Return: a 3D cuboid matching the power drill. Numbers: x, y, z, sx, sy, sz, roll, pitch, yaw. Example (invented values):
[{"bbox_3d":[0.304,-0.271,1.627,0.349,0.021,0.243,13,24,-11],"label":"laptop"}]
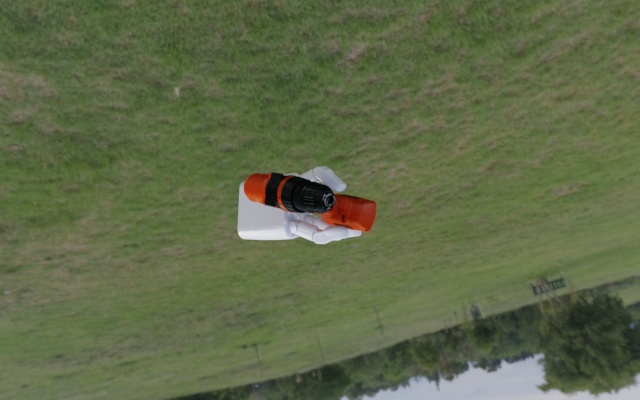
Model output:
[{"bbox_3d":[0.000,0.003,0.735,0.188,0.057,0.184,19,-4,-42],"label":"power drill"}]
